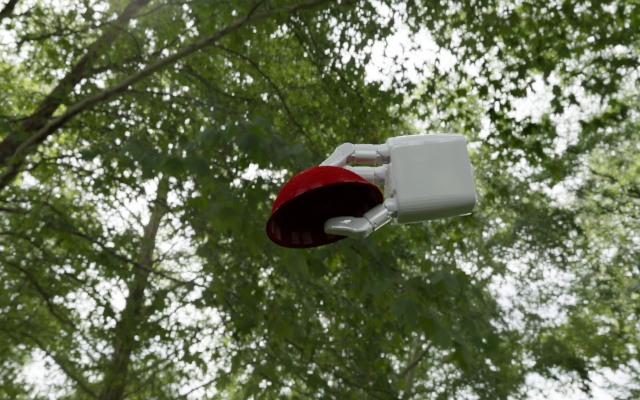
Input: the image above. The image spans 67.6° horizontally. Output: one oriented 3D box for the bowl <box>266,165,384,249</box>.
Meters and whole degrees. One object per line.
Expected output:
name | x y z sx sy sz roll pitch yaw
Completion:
bowl | -0.001 0.002 0.641 0.162 0.055 0.162 -14 -30 -8
